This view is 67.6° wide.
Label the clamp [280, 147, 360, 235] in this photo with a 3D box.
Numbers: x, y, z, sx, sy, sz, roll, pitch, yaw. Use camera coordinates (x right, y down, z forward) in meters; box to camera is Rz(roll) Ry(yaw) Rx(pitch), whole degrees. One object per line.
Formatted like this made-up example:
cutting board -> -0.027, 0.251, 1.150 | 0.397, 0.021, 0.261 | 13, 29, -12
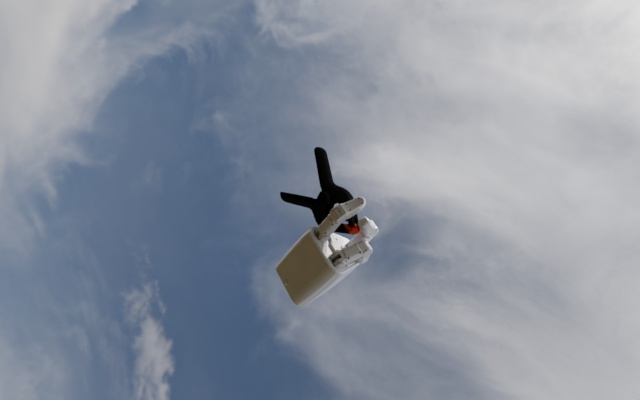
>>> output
clamp -> 0.001, 0.003, 0.836 | 0.120, 0.171, 0.039 | -46, -31, 25
